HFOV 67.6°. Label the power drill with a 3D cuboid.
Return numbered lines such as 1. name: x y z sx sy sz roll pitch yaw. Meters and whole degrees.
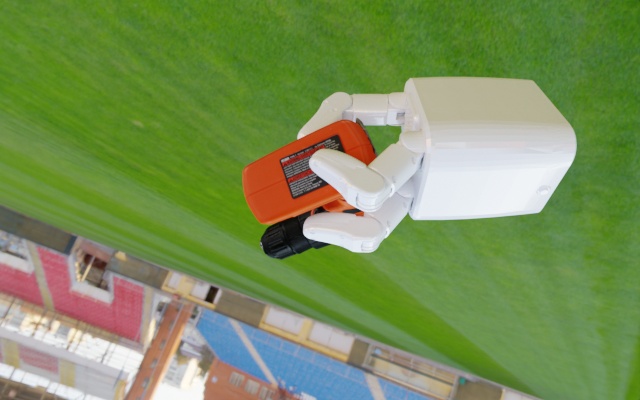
1. power drill: 0.000 0.001 0.447 0.184 0.057 0.188 -26 -16 10
